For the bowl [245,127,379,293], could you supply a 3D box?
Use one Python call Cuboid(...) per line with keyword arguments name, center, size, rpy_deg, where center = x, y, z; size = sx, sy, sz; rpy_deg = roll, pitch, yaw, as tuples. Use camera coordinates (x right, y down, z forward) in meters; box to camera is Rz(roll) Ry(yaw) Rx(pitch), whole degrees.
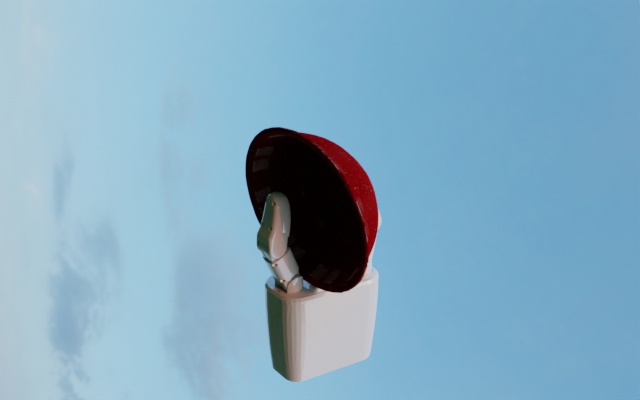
Cuboid(name="bowl", center=(0.000, 0.000, 0.440), size=(0.055, 0.162, 0.162), rpy_deg=(-30, 17, -34))
